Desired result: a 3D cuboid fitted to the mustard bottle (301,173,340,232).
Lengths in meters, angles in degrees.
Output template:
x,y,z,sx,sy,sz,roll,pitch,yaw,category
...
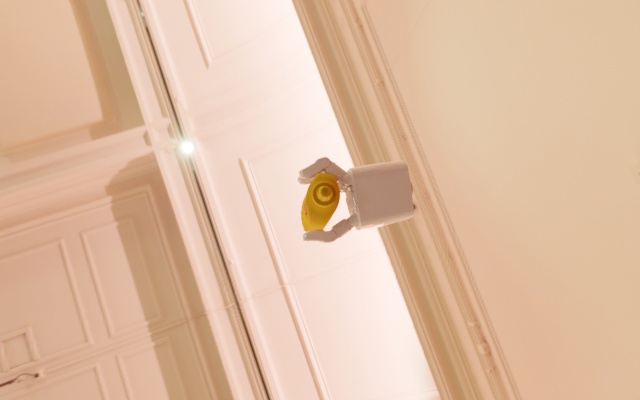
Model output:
x,y,z,sx,sy,sz,roll,pitch,yaw,category
0.000,0.003,0.849,0.058,0.096,0.192,13,-11,-4,mustard bottle
